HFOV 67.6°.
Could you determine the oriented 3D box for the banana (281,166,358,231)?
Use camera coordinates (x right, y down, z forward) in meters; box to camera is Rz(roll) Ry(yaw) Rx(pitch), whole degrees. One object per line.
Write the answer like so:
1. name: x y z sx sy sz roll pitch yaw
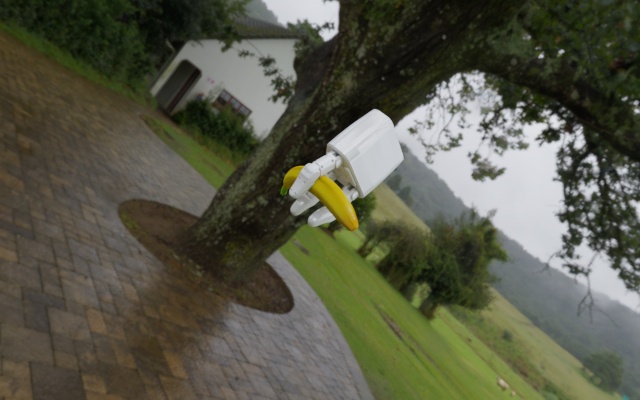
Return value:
1. banana: -0.004 -0.015 0.779 0.037 0.070 0.197 -26 33 -28
